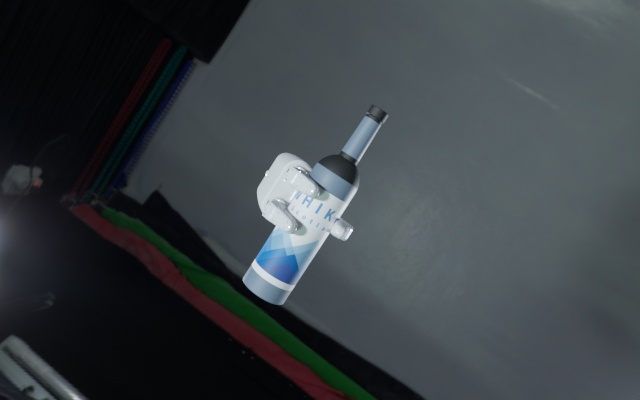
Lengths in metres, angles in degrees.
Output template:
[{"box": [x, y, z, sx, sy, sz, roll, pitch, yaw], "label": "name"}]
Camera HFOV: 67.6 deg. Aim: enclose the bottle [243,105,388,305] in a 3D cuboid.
[{"box": [0.000, 0.002, 0.650, 0.069, 0.296, 0.069, 33, 5, -3], "label": "bottle"}]
